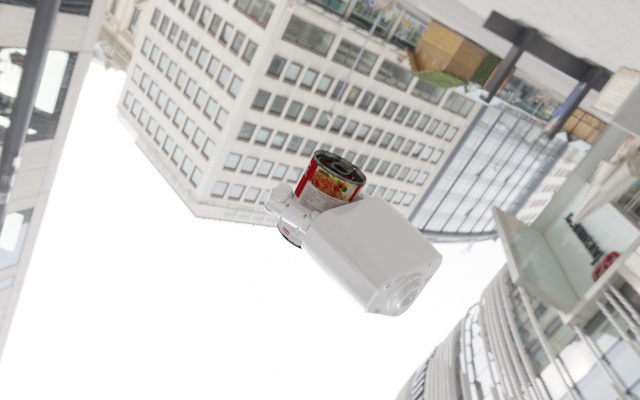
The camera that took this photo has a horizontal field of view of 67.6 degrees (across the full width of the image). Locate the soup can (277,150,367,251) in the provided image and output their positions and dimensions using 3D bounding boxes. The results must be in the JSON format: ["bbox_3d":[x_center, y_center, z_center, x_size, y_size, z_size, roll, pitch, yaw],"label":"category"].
[{"bbox_3d":[0.000,0.002,0.558,0.068,0.102,0.068,25,23,-11],"label":"soup can"}]
